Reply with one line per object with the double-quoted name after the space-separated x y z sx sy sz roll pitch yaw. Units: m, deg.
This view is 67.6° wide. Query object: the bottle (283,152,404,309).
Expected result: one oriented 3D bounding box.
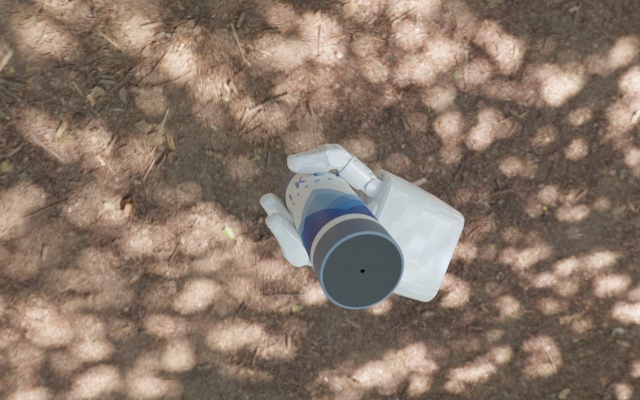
0.000 0.002 0.489 0.069 0.069 0.295 0 20 -13 "bottle"
